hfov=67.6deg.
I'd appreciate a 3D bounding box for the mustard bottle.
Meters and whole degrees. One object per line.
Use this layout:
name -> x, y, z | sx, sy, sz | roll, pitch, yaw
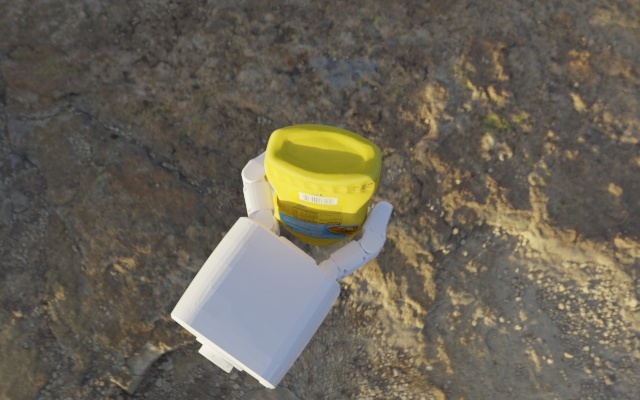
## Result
mustard bottle -> 0.000, 0.001, 0.471 | 0.096, 0.058, 0.192 | 8, -25, 2
